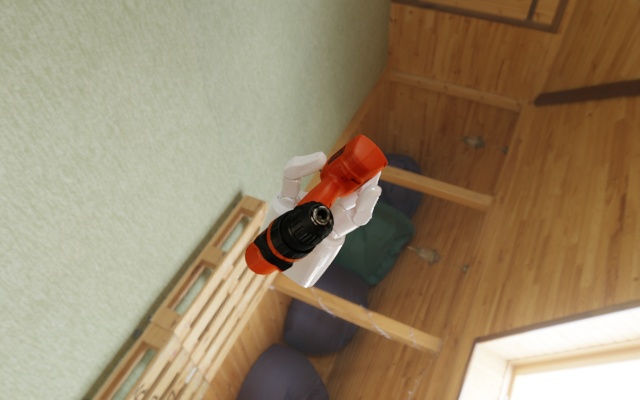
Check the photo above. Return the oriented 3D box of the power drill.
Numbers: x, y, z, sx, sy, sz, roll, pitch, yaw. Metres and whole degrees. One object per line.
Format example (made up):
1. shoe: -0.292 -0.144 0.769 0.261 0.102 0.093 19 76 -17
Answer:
1. power drill: 0.000 0.002 0.560 0.187 0.057 0.184 -45 6 -33
